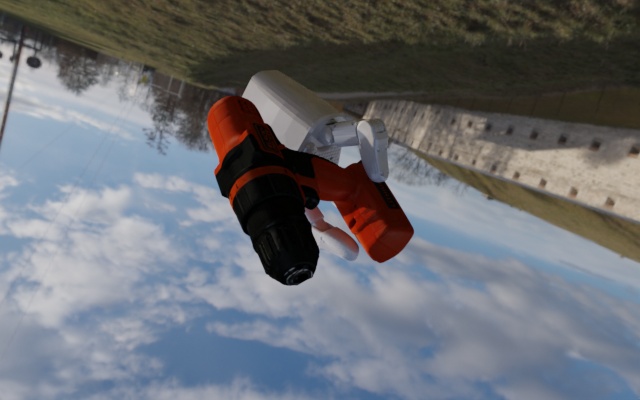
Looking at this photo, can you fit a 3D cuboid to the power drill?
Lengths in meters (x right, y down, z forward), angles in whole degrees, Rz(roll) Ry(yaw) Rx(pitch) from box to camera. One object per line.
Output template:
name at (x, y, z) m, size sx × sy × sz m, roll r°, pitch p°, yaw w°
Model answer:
power drill at (0.000, 0.001, 0.410) m, size 0.188 × 0.184 × 0.057 m, roll 21°, pitch -56°, yaw -45°
